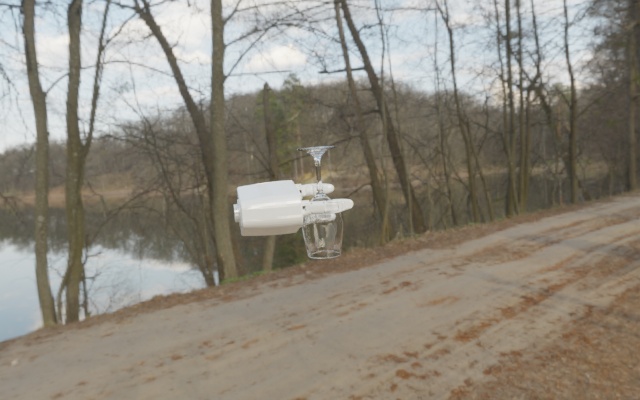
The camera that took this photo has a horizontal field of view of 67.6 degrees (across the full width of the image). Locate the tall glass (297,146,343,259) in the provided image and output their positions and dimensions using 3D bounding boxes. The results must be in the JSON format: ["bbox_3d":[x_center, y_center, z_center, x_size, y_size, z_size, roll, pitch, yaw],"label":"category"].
[{"bbox_3d":[0.000,0.002,0.880,0.079,0.201,0.079,-5,4,0],"label":"tall glass"}]
